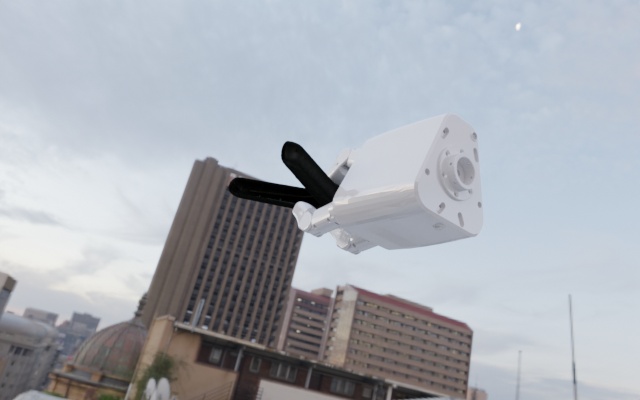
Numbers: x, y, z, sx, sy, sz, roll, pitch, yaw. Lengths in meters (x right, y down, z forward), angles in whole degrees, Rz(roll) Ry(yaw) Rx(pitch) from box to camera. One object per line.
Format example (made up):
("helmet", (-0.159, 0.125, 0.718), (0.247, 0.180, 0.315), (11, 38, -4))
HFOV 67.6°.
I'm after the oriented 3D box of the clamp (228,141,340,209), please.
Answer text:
("clamp", (0.001, 0.001, 0.572), (0.210, 0.036, 0.164), (27, -23, -30))
